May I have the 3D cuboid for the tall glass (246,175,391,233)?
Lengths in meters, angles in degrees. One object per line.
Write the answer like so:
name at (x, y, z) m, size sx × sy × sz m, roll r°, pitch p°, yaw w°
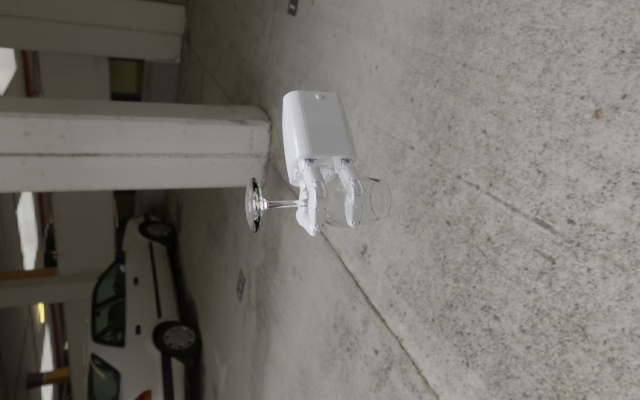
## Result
tall glass at (-0.001, 0.002, 0.682) m, size 0.201 × 0.079 × 0.079 m, roll -2°, pitch 1°, yaw -24°
